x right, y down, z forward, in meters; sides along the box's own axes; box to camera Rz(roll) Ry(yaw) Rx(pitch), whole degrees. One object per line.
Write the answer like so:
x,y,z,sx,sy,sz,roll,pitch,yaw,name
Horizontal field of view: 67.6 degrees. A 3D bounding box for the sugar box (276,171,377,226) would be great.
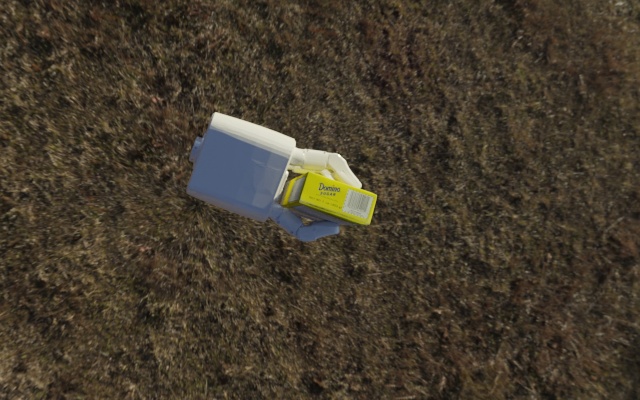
0.000,0.002,0.645,0.093,0.048,0.176,19,-5,-13,sugar box
